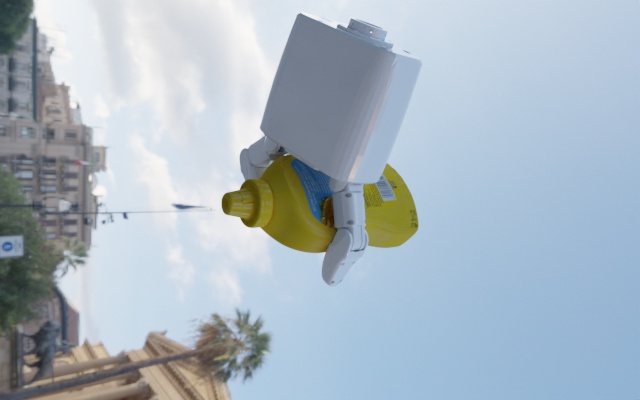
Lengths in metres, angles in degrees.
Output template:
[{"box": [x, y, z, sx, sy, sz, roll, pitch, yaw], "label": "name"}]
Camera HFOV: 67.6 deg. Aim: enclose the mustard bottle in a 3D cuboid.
[{"box": [0.000, 0.002, 0.440, 0.191, 0.096, 0.058, 0, -34, -38], "label": "mustard bottle"}]
